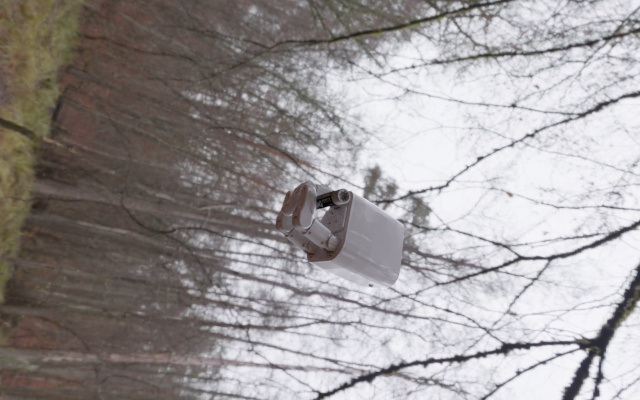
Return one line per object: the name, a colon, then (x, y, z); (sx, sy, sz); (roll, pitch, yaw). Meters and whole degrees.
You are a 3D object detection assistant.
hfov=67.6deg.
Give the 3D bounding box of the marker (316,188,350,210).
marker: (0.000, 0.002, 0.635); (0.020, 0.020, 0.121); (0, -8, -29)
